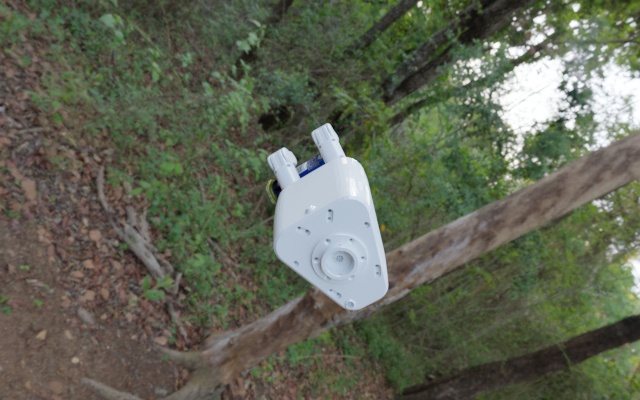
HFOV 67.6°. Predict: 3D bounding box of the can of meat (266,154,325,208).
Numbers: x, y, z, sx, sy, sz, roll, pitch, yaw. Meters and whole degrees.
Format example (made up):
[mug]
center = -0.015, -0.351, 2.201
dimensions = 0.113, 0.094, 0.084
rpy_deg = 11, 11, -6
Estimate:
[can of meat]
center = 0.000, 0.002, 0.558
dimensions = 0.084, 0.102, 0.057
rpy_deg = -30, 15, 11
